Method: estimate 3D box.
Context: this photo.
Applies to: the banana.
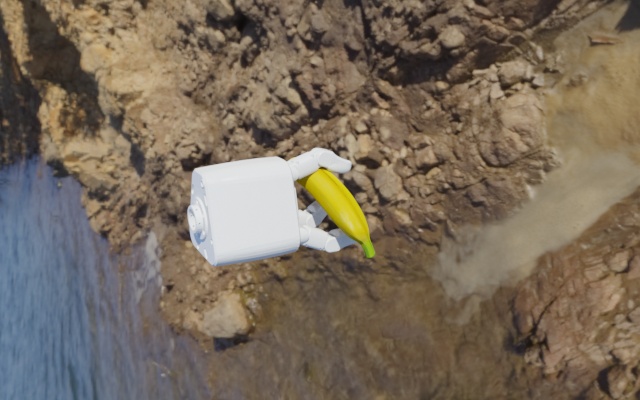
[{"bbox_3d":[0.003,-0.009,0.614,0.037,0.070,0.197,-22,51,-23],"label":"banana"}]
